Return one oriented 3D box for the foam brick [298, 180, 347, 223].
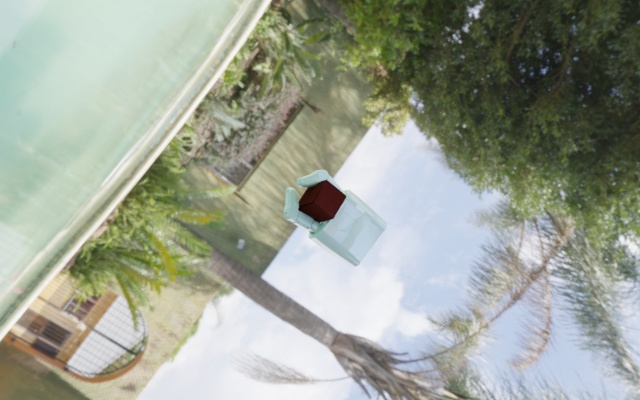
[{"bbox_3d":[0.000,0.003,0.866,0.051,0.053,0.078,39,-23,-16],"label":"foam brick"}]
